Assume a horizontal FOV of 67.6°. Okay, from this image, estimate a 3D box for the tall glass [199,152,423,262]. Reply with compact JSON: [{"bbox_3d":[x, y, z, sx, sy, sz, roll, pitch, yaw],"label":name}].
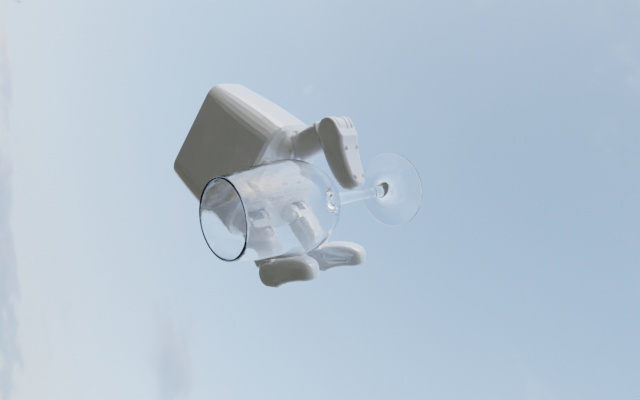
[{"bbox_3d":[0.001,0.001,0.407,0.079,0.079,0.201,0,7,45],"label":"tall glass"}]
